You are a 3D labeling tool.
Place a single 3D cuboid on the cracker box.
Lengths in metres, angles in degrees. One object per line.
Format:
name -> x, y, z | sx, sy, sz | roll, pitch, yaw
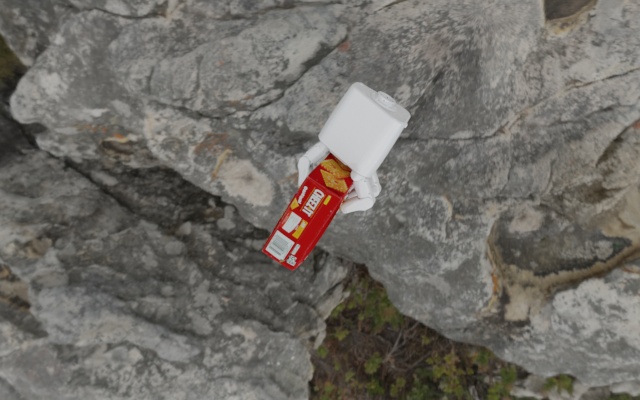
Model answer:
cracker box -> 0.000, 0.003, 0.830 | 0.072, 0.164, 0.213 | 34, 28, 3
